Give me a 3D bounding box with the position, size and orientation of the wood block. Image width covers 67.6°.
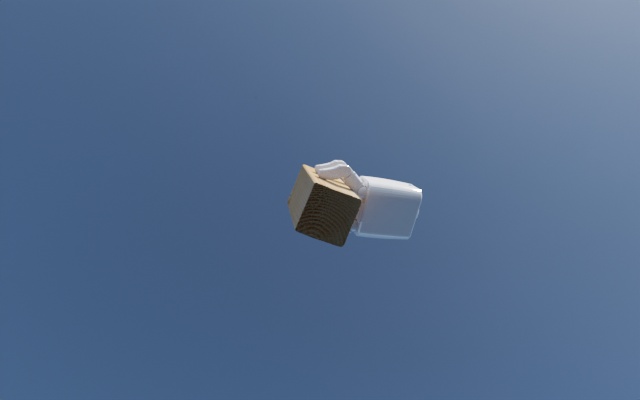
[{"bbox_3d":[0.000,0.003,0.888,0.090,0.091,0.206,20,9,-11],"label":"wood block"}]
